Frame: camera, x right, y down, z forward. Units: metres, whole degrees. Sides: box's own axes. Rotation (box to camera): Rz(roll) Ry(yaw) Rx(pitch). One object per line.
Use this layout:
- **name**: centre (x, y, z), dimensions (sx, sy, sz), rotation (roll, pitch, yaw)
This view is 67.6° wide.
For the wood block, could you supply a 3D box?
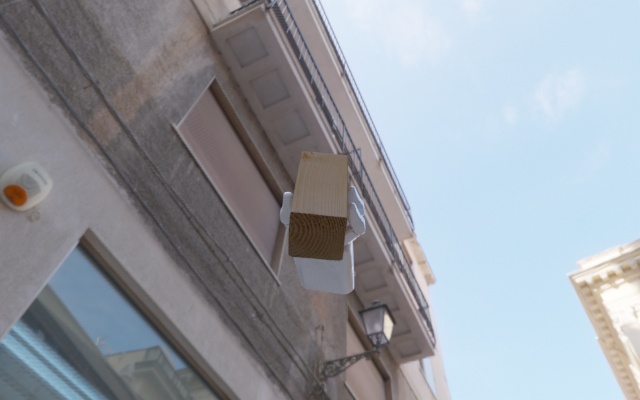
- **wood block**: centre (0.000, 0.003, 0.835), dimensions (0.091, 0.090, 0.206), rotation (5, 33, 0)
